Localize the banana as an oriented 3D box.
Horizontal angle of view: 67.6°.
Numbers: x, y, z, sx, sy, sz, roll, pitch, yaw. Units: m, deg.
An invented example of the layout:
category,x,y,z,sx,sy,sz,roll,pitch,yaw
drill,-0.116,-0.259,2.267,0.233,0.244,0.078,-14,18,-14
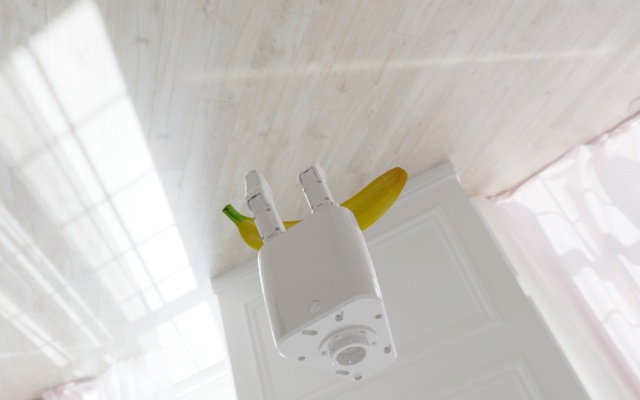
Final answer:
category,x,y,z,sx,sy,sz,roll,pitch,yaw
banana,0.001,0.019,0.502,0.198,0.070,0.037,-13,23,-1
